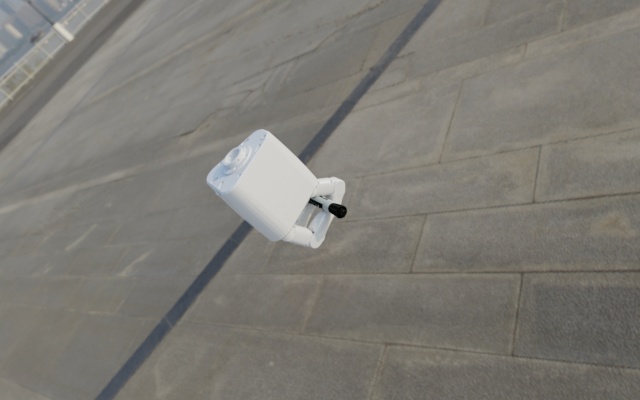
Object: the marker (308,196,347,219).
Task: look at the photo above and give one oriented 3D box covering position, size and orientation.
[{"bbox_3d":[0.000,0.002,0.696,0.020,0.020,0.121,0,15,-33],"label":"marker"}]
